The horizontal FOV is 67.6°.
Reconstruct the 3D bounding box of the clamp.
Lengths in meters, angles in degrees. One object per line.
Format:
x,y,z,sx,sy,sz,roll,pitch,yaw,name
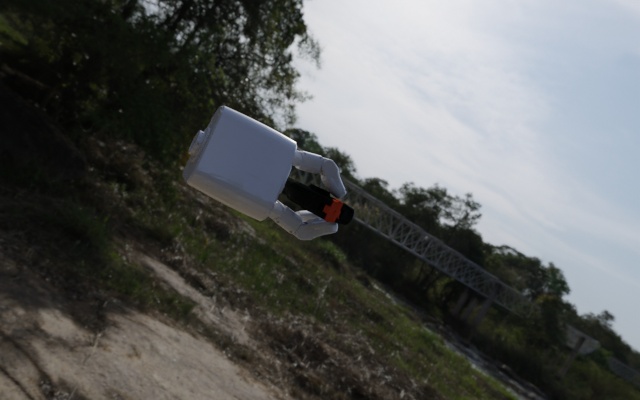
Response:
0.000,0.001,0.661,0.164,0.036,0.210,24,2,-22,clamp
